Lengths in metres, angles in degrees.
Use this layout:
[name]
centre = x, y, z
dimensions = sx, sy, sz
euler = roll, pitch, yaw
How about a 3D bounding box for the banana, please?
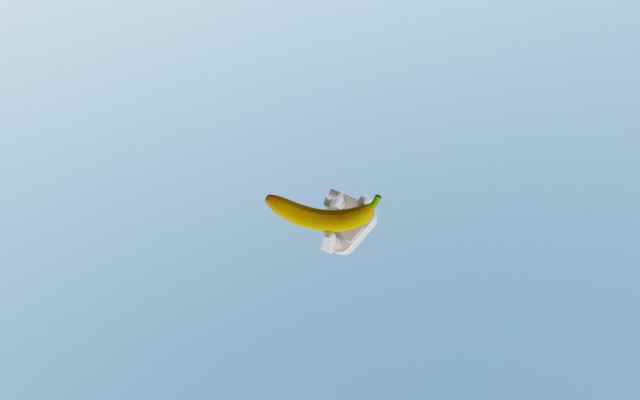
[banana]
centre = 0.004, 0.020, 0.813
dimensions = 0.198, 0.070, 0.037
euler = -1, 17, 8
